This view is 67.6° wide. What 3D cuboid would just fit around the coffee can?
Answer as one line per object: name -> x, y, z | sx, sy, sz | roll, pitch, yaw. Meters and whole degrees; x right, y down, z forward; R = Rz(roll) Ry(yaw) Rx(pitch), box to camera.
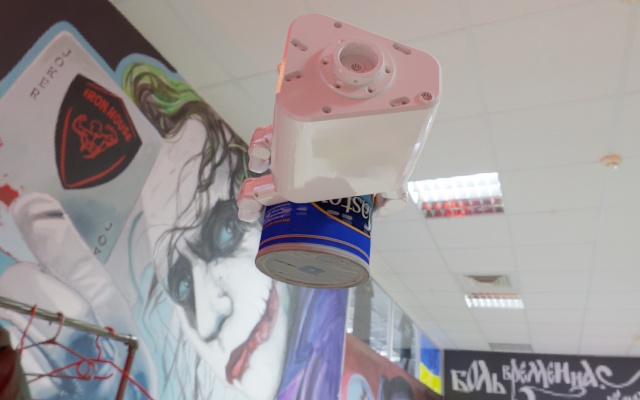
coffee can -> 0.000, 0.002, 0.453 | 0.103, 0.140, 0.103 | 6, -27, 3
